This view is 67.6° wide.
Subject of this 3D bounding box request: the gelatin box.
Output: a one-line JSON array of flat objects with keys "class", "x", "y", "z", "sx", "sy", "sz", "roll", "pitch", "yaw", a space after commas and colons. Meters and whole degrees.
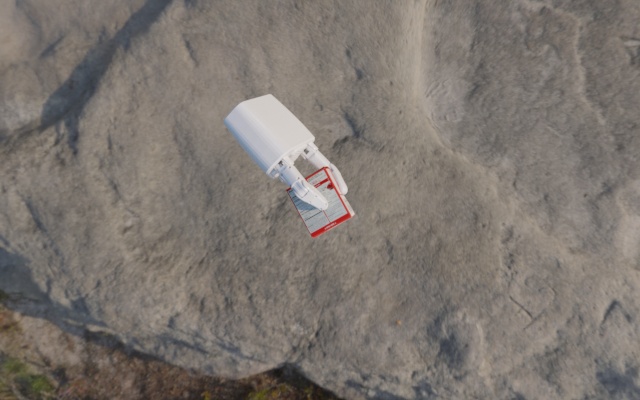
[{"class": "gelatin box", "x": 0.000, "y": 0.003, "z": 0.743, "sx": 0.073, "sy": 0.089, "sz": 0.030, "roll": -30, "pitch": -4, "yaw": 17}]
